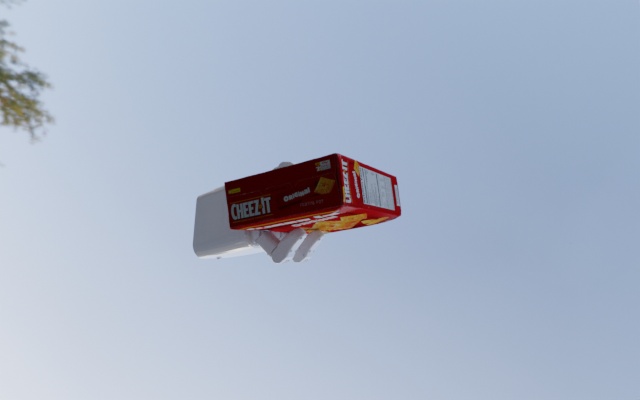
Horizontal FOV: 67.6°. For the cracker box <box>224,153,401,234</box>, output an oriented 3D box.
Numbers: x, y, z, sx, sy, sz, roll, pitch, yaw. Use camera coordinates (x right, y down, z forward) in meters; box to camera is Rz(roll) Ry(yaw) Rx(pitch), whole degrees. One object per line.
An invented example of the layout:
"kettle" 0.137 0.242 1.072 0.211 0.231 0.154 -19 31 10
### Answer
"cracker box" 0.000 0.002 0.661 0.164 0.072 0.214 -13 -10 26
